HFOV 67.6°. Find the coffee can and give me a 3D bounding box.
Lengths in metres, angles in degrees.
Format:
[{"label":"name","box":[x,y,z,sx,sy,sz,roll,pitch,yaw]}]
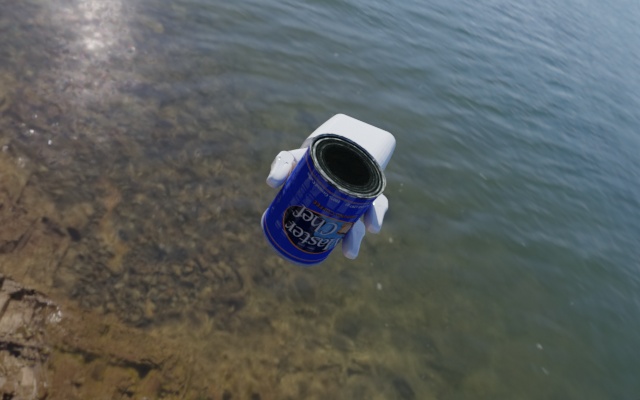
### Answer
[{"label":"coffee can","box":[0.000,0.002,0.594,0.103,0.102,0.140,0,-39,-37]}]
